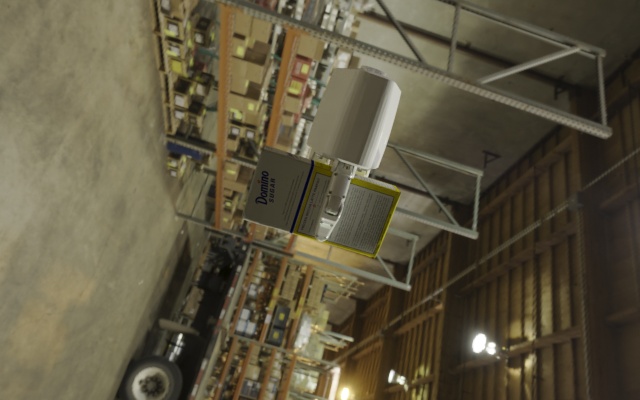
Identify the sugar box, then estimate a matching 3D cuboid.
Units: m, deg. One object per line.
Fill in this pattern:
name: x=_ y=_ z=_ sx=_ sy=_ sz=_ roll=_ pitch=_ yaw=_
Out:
sugar box: x=0.000 y=0.002 z=0.595 sx=0.176 sy=0.093 sz=0.048 roll=18 pitch=13 yaw=-4
